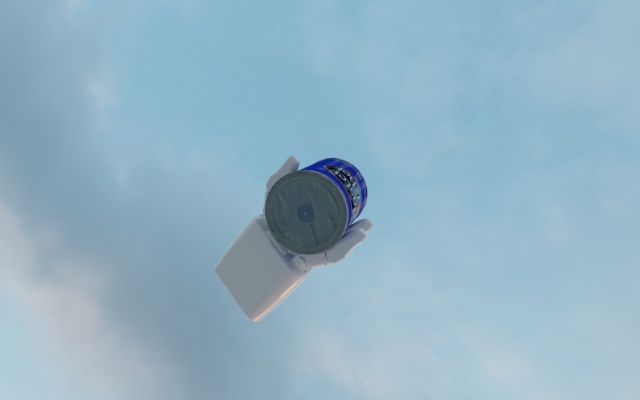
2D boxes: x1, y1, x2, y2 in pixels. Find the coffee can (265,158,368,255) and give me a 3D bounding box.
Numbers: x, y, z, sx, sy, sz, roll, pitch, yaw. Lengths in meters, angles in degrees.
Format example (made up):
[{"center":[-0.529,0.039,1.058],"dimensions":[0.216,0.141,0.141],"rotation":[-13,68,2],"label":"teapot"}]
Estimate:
[{"center":[0.000,0.002,0.630],"dimensions":[0.103,0.103,0.140],"rotation":[0,11,16],"label":"coffee can"}]
